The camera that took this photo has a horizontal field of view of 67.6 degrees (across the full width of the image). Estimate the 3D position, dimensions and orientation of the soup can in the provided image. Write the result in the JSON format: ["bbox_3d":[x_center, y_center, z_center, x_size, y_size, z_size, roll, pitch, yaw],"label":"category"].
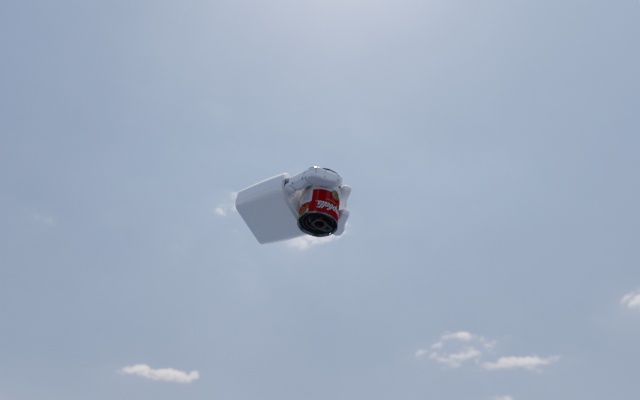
[{"bbox_3d":[0.001,0.002,0.820,0.068,0.102,0.069,5,-40,4],"label":"soup can"}]
